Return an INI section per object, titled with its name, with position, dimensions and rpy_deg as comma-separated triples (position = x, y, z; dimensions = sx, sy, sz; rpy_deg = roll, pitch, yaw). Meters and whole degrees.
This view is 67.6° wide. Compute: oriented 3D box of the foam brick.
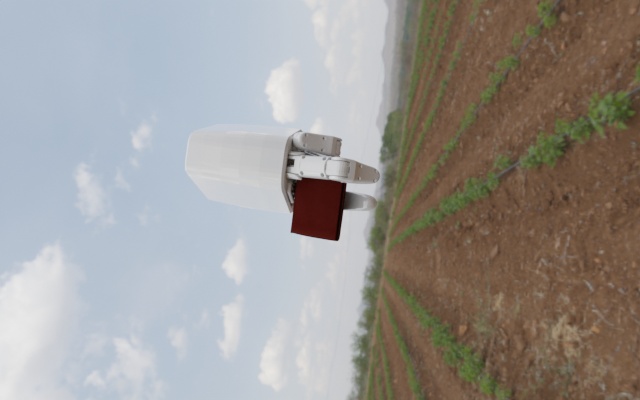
[foam brick]
position = 0.000, 0.002, 0.520
dimensions = 0.051, 0.078, 0.053
rpy_deg = 7, -2, 5
